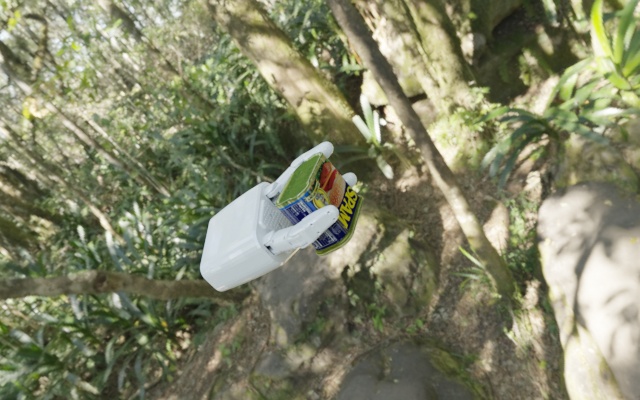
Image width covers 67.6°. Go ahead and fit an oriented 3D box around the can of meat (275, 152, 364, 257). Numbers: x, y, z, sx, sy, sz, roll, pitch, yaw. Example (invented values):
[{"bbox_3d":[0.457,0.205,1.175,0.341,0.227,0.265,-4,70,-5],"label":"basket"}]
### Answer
[{"bbox_3d":[0.000,0.002,0.580,0.057,0.084,0.102,-28,23,32],"label":"can of meat"}]
